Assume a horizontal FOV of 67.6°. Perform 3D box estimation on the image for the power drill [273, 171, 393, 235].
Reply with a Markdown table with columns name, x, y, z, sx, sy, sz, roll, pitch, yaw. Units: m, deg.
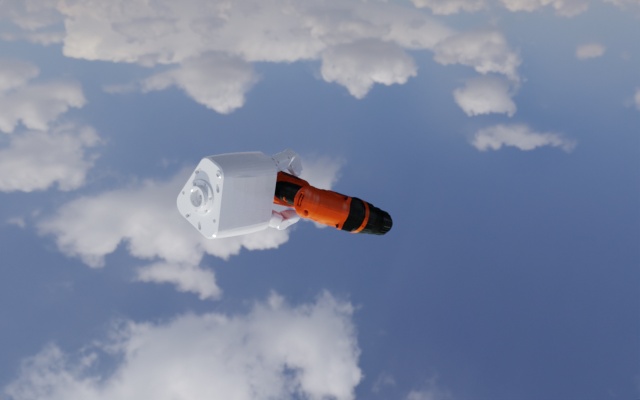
| name | x | y | z | sx | sy | sz | roll | pitch | yaw |
| --- | --- | --- | --- | --- | --- | --- | --- | --- | --- |
| power drill | 0.000 | 0.002 | 0.752 | 0.184 | 0.057 | 0.187 | 19 | 0 | -40 |
